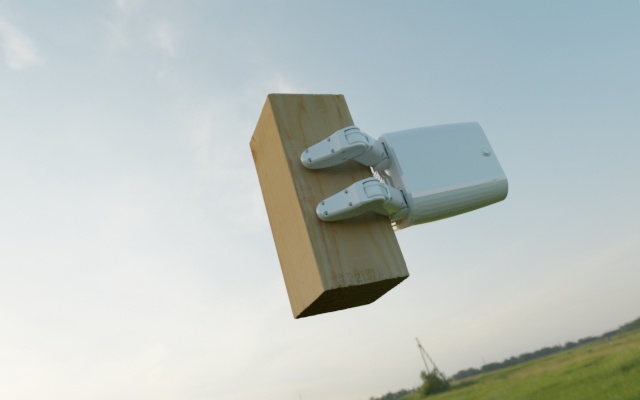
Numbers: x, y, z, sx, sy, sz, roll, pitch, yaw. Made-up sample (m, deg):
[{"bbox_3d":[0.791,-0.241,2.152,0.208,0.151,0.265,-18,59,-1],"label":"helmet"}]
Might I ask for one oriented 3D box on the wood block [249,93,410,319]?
[{"bbox_3d":[0.000,0.002,0.485,0.090,0.206,0.091,-5,-27,-25],"label":"wood block"}]
